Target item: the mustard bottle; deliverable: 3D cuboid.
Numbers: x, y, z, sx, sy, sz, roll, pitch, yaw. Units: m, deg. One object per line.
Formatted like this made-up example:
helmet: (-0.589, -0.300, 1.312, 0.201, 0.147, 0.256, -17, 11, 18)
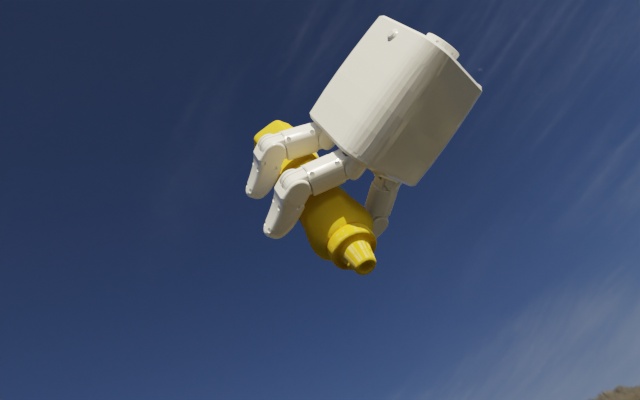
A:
mustard bottle: (0.000, 0.002, 0.447, 0.058, 0.096, 0.191, -36, 41, -1)
